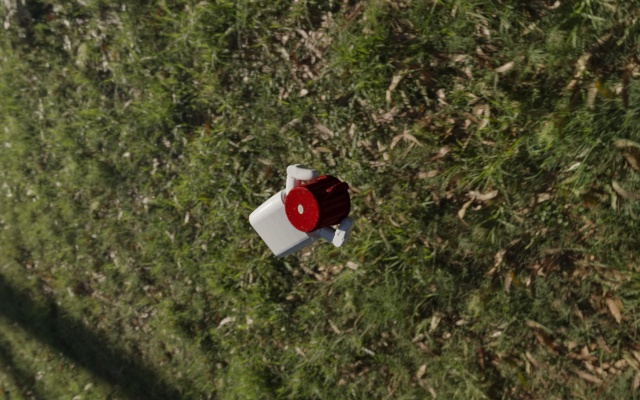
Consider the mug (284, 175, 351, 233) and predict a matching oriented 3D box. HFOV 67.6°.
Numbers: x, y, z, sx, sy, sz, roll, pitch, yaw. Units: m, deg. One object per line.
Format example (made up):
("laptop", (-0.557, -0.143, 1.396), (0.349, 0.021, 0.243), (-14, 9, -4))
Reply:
("mug", (0.001, 0.002, 0.817), (0.117, 0.093, 0.081), (-32, -8, 38))
